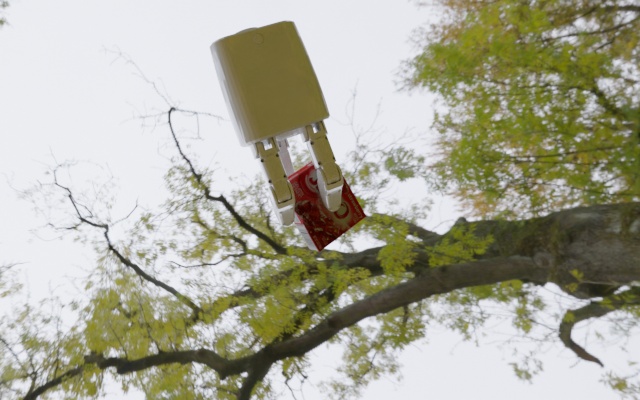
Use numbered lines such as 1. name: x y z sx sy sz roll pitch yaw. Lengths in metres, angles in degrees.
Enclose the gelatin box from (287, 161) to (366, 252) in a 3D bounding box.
1. gelatin box: 0.000 0.002 0.545 0.073 0.089 0.030 -36 16 -20
